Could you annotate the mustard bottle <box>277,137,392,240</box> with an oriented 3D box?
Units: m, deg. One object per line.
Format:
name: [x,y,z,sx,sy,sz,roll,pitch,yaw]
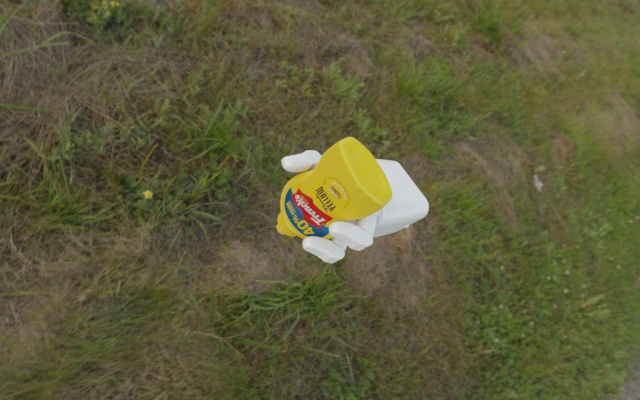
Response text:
mustard bottle: [0.000,0.002,0.634,0.192,0.096,0.058,-34,2,44]
